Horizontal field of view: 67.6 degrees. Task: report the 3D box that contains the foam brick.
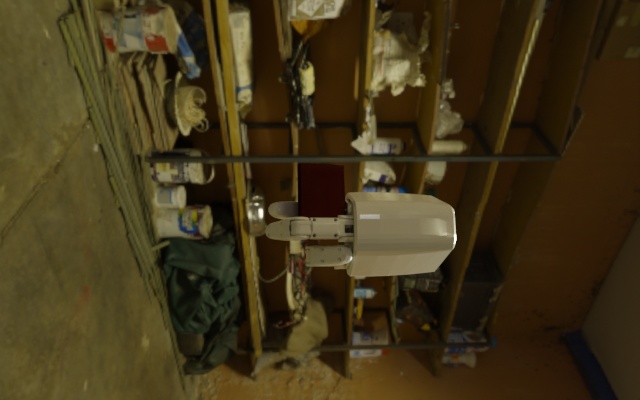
[{"bbox_3d":[0.000,0.001,0.538,0.051,0.078,0.053,-1,-8,-2],"label":"foam brick"}]
